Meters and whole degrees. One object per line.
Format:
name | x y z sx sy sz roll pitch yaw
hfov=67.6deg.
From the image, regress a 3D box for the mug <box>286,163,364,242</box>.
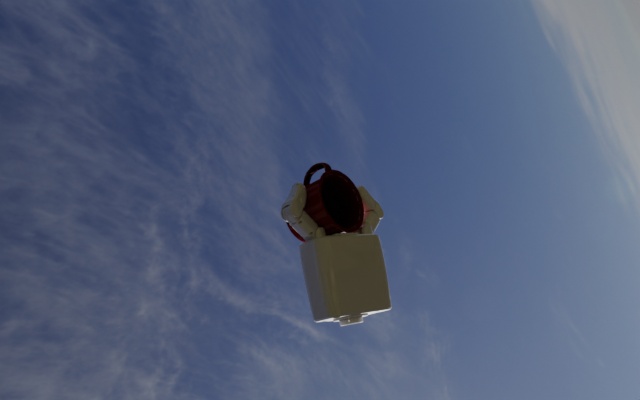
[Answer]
mug | 0.000 0.001 0.691 0.081 0.117 0.093 -25 -23 38
